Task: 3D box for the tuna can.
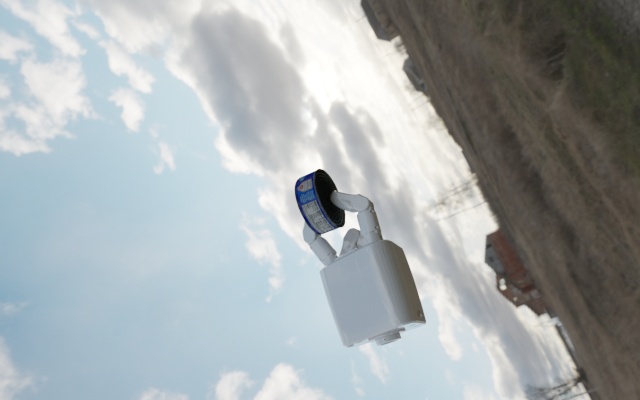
[{"bbox_3d":[0.000,0.002,0.650,0.034,0.086,0.086,-22,-8,20],"label":"tuna can"}]
